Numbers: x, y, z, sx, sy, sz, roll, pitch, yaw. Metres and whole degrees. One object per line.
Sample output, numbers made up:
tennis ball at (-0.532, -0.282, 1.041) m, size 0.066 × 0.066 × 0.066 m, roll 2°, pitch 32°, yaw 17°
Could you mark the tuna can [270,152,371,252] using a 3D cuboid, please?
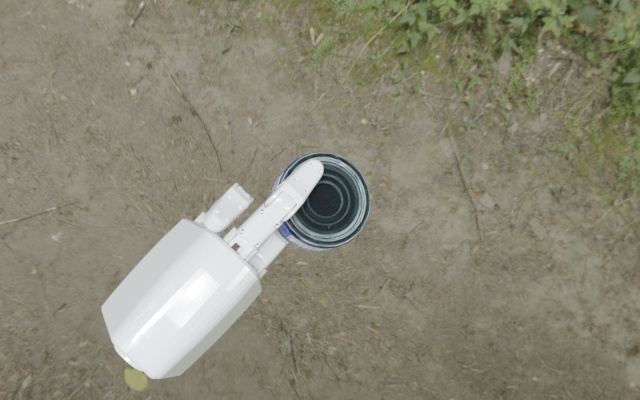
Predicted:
tuna can at (0.000, 0.001, 0.421) m, size 0.086 × 0.086 × 0.034 m, roll 0°, pitch -10°, yaw -17°
